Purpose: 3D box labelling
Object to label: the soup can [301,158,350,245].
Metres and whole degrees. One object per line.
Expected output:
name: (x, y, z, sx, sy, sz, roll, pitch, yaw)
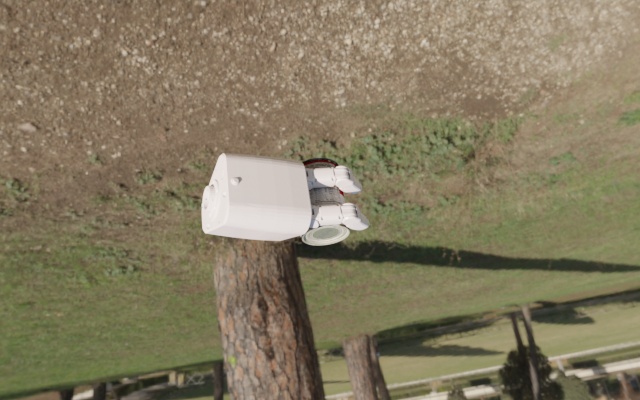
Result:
soup can: (0.001, 0.003, 0.653, 0.068, 0.102, 0.068, -7, -27, -4)
